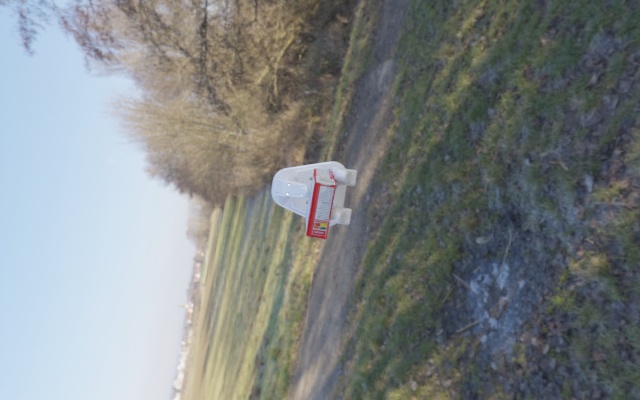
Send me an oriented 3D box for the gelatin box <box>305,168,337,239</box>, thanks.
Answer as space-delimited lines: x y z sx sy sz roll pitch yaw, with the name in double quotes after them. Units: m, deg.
0.000 0.002 0.637 0.030 0.073 0.089 9 15 -4 "gelatin box"
